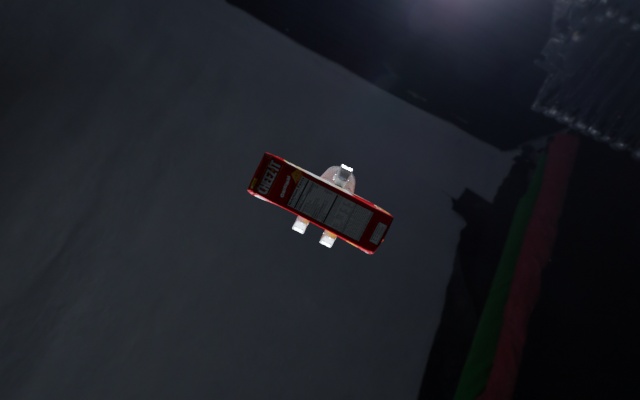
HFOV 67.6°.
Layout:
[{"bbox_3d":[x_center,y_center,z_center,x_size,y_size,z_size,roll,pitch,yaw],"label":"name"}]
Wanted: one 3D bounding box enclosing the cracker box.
[{"bbox_3d":[0.000,0.002,0.773,0.214,0.072,0.164,27,3,-1],"label":"cracker box"}]
